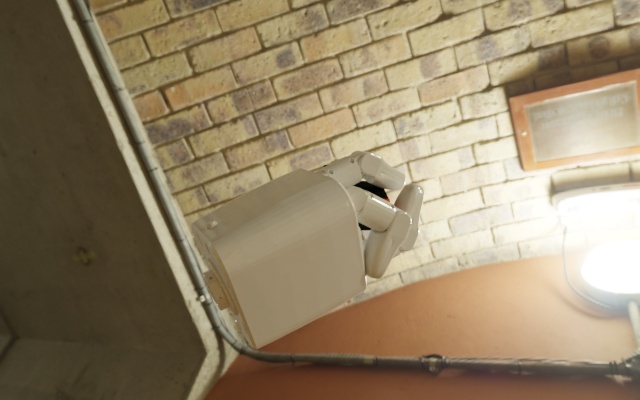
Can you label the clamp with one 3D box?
[{"bbox_3d":[0.000,0.002,0.479,0.120,0.039,0.171,-26,21,-20],"label":"clamp"}]
